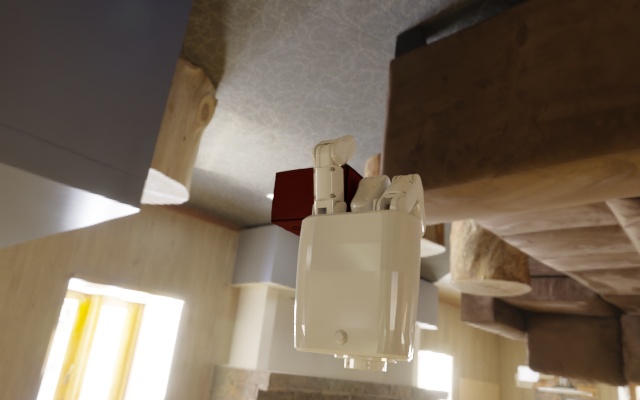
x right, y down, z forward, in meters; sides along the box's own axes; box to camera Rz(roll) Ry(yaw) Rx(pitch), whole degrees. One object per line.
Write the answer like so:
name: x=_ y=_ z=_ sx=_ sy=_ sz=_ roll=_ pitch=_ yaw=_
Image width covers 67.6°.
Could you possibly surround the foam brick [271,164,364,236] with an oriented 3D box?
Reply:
foam brick: x=0.000 y=0.001 z=0.448 sx=0.078 sy=0.051 sz=0.053 roll=-5 pitch=-19 yaw=28
